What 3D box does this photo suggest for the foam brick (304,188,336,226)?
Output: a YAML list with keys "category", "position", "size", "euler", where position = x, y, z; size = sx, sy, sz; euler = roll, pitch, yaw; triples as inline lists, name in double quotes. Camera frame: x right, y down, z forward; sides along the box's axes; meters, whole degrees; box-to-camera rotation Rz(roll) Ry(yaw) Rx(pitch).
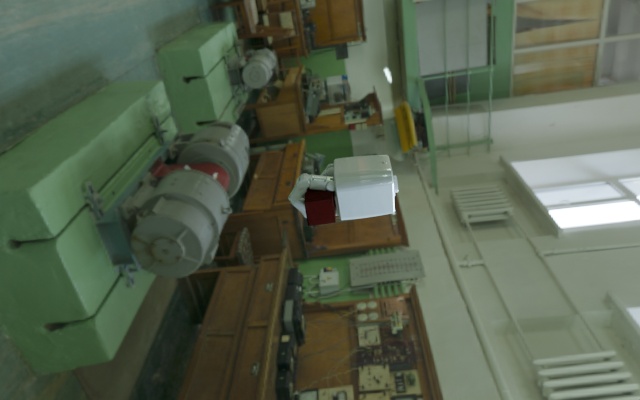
- category: "foam brick"
  position: [0.000, 0.003, 0.886]
  size: [0.051, 0.053, 0.078]
  euler: [-6, 31, 5]
